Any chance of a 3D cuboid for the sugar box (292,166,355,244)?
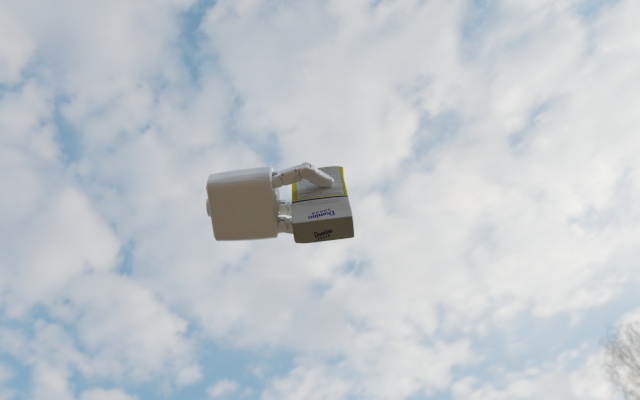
[{"bbox_3d":[0.000,0.003,0.782,0.093,0.048,0.176,-6,32,1],"label":"sugar box"}]
